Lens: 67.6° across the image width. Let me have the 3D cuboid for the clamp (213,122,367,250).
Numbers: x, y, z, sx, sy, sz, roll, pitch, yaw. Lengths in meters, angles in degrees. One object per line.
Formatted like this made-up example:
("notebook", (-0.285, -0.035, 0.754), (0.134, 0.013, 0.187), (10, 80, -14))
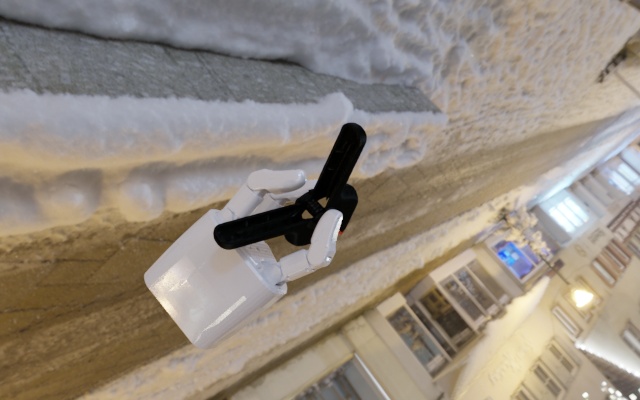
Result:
("clamp", (0.001, 0.003, 0.502), (0.164, 0.036, 0.210), (-39, -20, 9))
